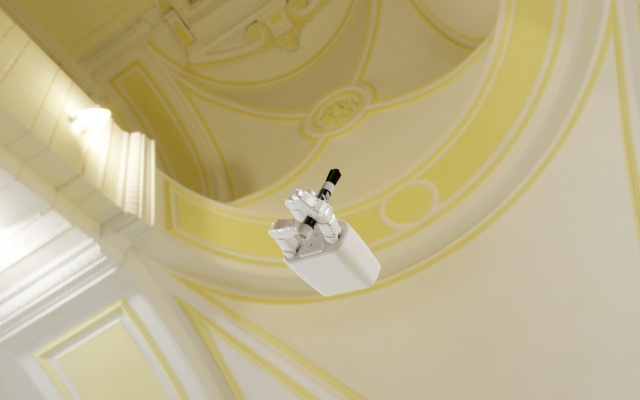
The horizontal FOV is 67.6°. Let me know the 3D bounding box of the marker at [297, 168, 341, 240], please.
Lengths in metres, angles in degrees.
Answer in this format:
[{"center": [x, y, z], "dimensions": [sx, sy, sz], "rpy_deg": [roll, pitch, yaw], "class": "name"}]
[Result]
[{"center": [0.000, 0.002, 0.677], "dimensions": [0.020, 0.121, 0.020], "rpy_deg": [21, -29, 12], "class": "marker"}]
